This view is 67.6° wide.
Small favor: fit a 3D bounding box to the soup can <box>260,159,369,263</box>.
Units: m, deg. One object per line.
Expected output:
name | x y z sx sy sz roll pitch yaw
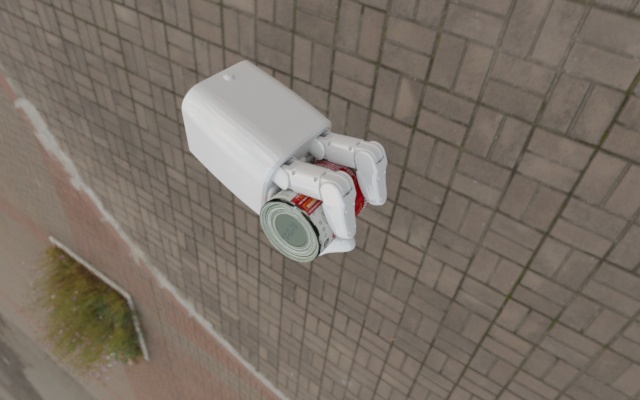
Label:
soup can | 0.000 0.002 0.448 0.068 0.068 0.102 0 32 41
